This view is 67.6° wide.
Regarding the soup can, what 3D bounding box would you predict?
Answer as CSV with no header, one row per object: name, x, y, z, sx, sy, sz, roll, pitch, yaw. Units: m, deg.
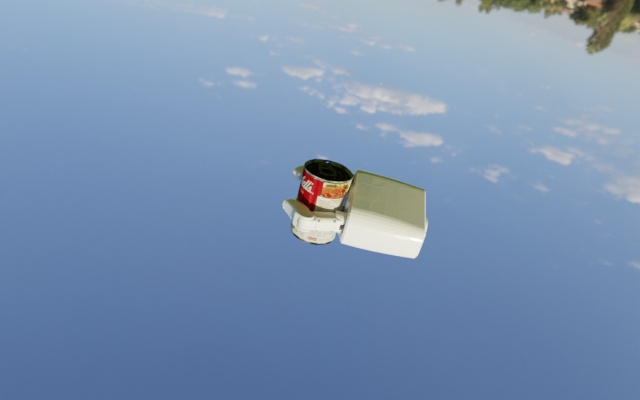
soup can,0.000,0.002,0.666,0.068,0.102,0.068,11,28,-6
